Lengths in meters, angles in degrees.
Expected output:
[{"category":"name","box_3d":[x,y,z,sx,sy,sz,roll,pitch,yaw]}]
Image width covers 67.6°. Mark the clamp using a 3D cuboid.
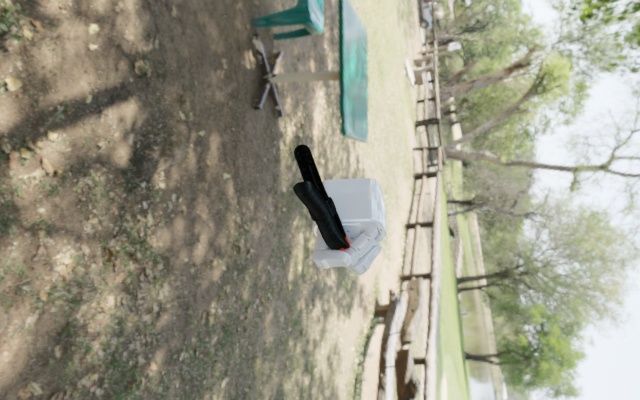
[{"category":"clamp","box_3d":[0.001,0.002,0.697,0.039,0.172,0.120,-14,41,13]}]
